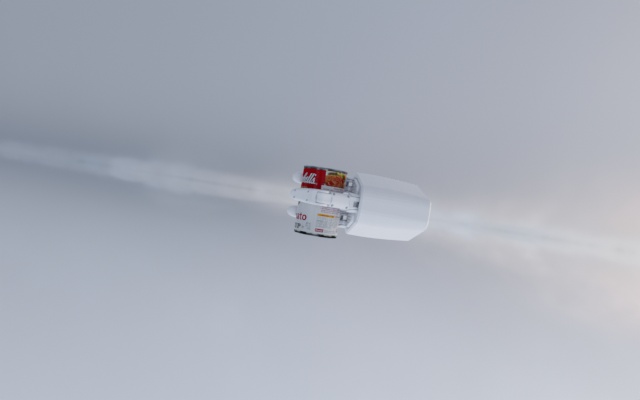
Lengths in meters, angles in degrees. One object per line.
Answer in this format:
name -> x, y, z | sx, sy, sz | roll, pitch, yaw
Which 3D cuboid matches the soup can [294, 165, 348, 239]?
soup can -> 0.000, 0.003, 0.727 | 0.068, 0.102, 0.068 | 9, 0, 0
